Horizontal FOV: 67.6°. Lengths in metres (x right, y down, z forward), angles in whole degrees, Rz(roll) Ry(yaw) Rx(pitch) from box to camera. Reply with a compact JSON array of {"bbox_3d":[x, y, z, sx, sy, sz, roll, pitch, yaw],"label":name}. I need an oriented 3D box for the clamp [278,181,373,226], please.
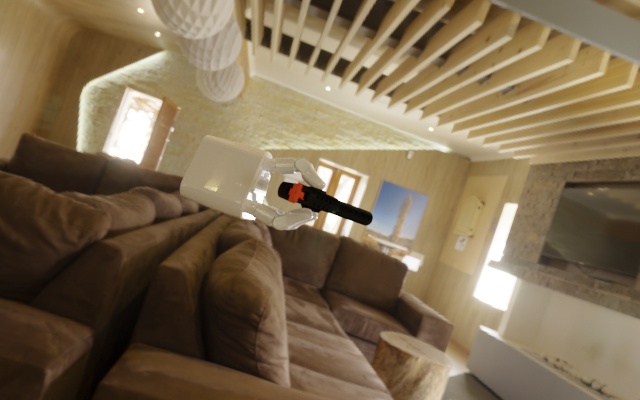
[{"bbox_3d":[0.000,0.002,0.733,0.164,0.036,0.210,17,-1,8],"label":"clamp"}]
